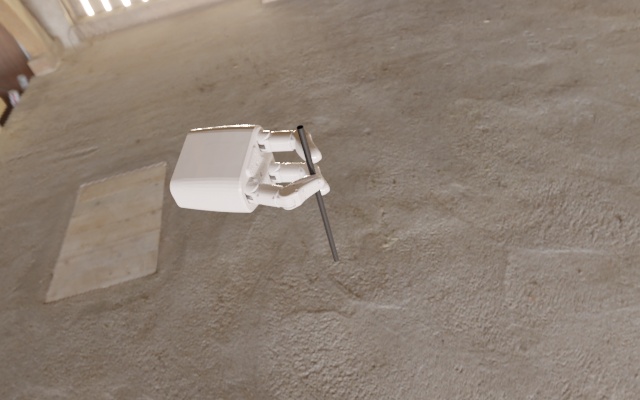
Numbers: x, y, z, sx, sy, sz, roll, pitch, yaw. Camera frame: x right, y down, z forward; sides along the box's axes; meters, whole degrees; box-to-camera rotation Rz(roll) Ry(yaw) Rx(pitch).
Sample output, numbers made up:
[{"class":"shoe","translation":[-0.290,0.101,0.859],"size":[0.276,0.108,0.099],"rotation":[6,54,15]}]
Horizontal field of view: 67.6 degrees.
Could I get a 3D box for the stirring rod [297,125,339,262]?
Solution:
[{"class":"stirring rod","translation":[0.000,0.002,0.629],"size":[0.011,0.240,0.011],"rotation":[-8,43,8]}]
